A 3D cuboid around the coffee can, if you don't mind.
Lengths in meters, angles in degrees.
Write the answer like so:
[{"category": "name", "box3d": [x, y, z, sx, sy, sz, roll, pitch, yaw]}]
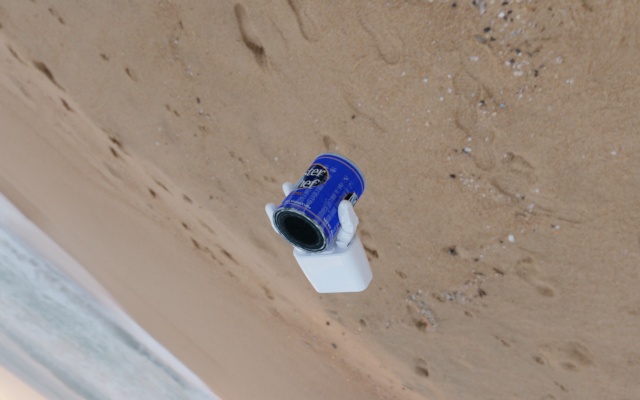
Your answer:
[{"category": "coffee can", "box3d": [0.000, 0.002, 0.792, 0.103, 0.103, 0.140, 0, 42, 41]}]
